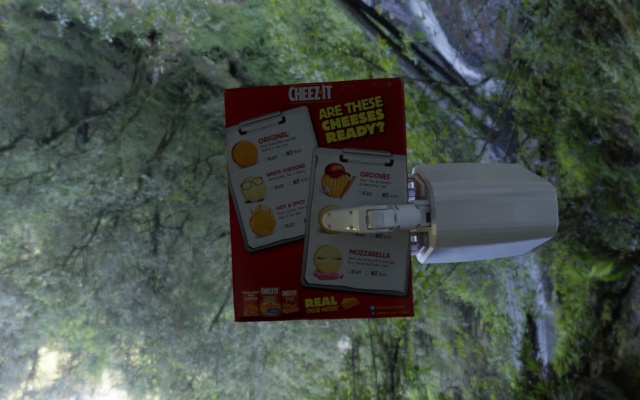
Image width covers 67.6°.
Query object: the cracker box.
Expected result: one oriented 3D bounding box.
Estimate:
[{"bbox_3d":[0.000,0.002,0.455,0.164,0.213,0.072,-3,-1,3],"label":"cracker box"}]
